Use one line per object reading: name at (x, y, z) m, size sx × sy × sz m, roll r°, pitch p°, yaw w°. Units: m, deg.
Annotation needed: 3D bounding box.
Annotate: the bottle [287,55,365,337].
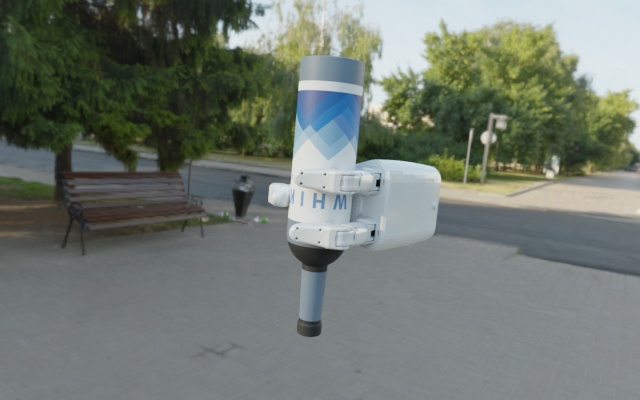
bottle at (0.000, 0.001, 0.512) m, size 0.069 × 0.296 × 0.069 m, roll 5°, pitch 8°, yaw -1°
